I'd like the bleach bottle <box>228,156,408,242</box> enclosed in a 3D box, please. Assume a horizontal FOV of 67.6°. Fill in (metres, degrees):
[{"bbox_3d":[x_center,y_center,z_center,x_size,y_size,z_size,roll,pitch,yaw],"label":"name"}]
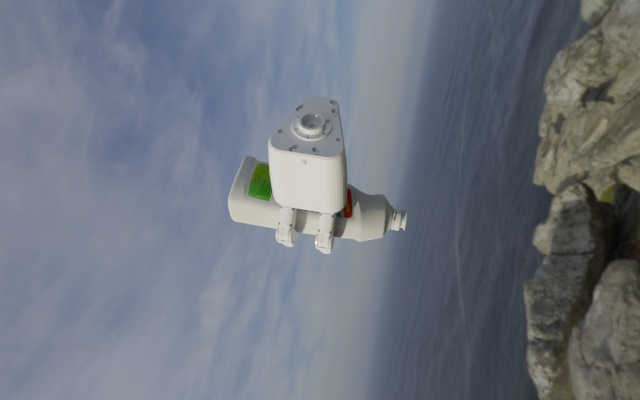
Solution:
[{"bbox_3d":[0.000,0.002,0.697,0.251,0.102,0.068,9,-37,8],"label":"bleach bottle"}]
